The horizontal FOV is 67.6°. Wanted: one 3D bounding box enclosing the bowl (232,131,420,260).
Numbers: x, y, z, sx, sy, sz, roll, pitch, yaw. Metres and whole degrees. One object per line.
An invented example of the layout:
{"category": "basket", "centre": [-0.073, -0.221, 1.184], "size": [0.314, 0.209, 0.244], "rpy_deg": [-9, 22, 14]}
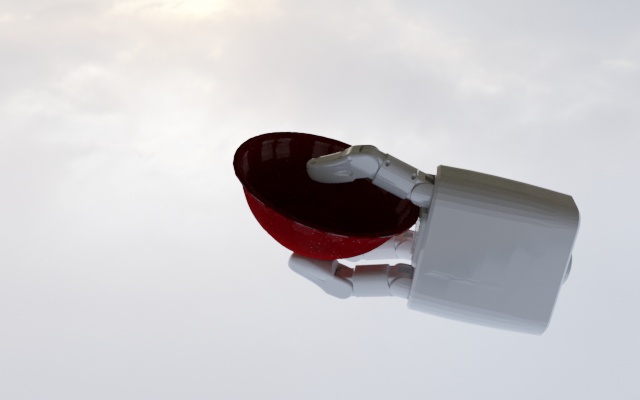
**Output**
{"category": "bowl", "centre": [-0.001, 0.001, 0.412], "size": [0.162, 0.055, 0.162], "rpy_deg": [14, 31, -9]}
